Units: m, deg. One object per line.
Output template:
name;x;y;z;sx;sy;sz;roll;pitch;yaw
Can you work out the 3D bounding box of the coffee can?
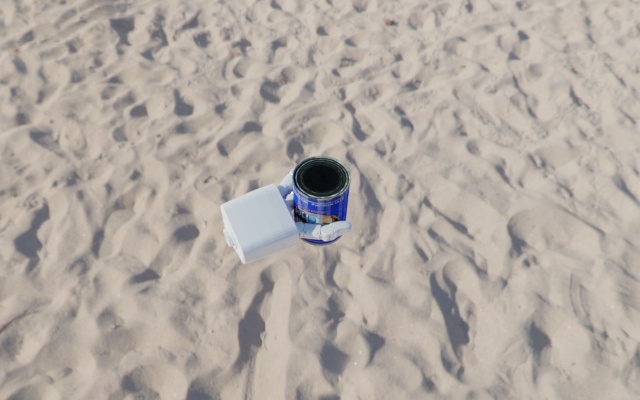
coffee can;0.000;0.003;0.878;0.103;0.102;0.140;0;-39;-2
